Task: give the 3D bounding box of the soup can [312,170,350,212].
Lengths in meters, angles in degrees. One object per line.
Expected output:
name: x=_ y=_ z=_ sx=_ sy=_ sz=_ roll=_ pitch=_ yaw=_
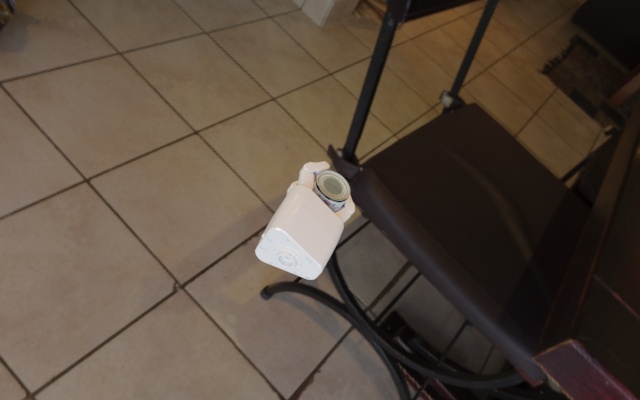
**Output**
soup can: x=0.001 y=0.002 z=0.844 sx=0.068 sy=0.068 sz=0.102 roll=0 pitch=-35 yaw=-32
